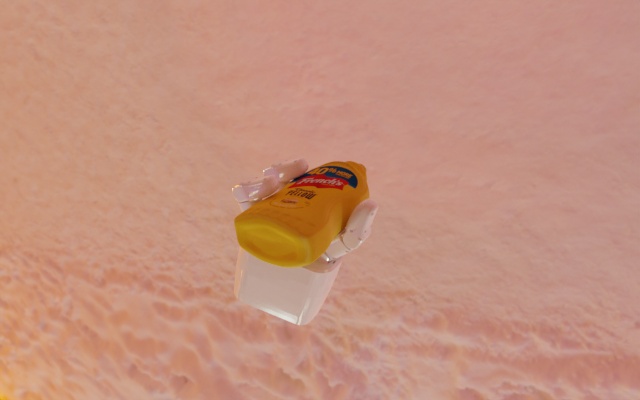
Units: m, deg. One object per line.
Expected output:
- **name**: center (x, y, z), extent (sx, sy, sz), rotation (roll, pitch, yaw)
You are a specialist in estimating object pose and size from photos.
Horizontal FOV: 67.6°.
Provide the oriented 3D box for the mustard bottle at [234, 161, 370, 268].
- **mustard bottle**: center (0.000, 0.002, 0.533), extent (0.096, 0.058, 0.191), rotation (9, 29, 32)
